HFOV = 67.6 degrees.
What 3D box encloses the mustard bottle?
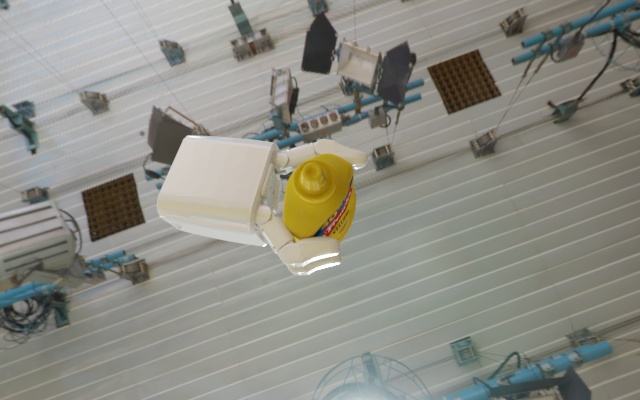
[{"bbox_3d":[0.000,0.002,0.513,0.058,0.096,0.192,32,-11,14],"label":"mustard bottle"}]
